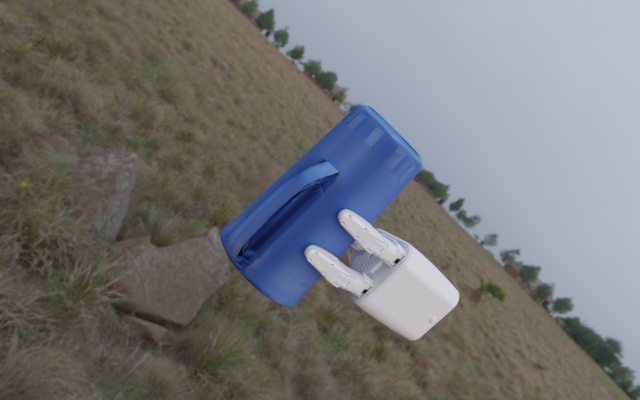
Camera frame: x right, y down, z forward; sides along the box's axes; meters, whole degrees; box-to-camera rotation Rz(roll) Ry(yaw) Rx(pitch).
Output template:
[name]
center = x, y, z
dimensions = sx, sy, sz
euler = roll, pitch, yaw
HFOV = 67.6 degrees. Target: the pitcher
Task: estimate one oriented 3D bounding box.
[pitcher]
center = 0.000, 0.002, 0.576
dimensions = 0.145, 0.243, 0.149
euler = 41, 10, -22
